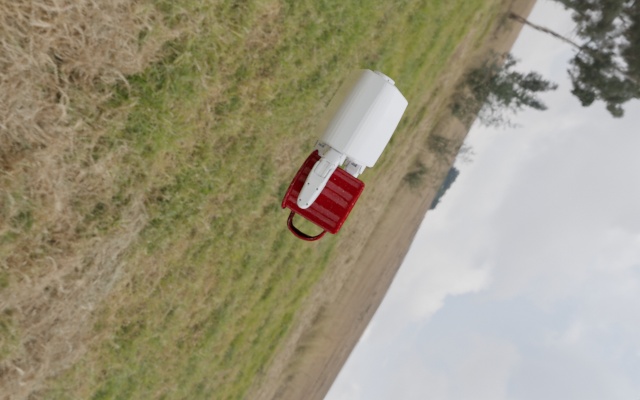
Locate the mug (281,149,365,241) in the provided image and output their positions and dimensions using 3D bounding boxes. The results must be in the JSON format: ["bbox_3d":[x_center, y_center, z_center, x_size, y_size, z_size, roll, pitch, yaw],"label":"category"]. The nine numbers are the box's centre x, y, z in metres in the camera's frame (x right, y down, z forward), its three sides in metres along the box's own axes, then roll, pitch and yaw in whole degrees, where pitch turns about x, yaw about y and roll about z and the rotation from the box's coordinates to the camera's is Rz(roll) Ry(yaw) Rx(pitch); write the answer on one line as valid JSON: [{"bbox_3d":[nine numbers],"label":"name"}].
[{"bbox_3d":[0.000,0.003,0.640,0.081,0.117,0.093,31,10,5],"label":"mug"}]
